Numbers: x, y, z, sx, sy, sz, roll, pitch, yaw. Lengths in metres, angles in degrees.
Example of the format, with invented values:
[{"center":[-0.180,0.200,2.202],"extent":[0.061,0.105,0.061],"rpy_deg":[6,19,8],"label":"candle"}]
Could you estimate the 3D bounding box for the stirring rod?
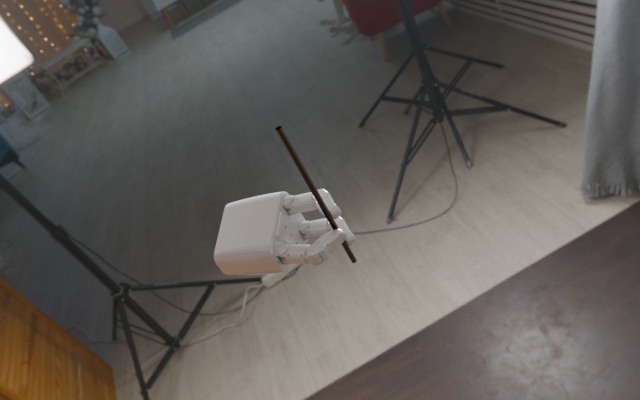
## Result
[{"center":[0.000,0.002,0.618],"extent":[0.011,0.240,0.011],"rpy_deg":[-19,37,15],"label":"stirring rod"}]
